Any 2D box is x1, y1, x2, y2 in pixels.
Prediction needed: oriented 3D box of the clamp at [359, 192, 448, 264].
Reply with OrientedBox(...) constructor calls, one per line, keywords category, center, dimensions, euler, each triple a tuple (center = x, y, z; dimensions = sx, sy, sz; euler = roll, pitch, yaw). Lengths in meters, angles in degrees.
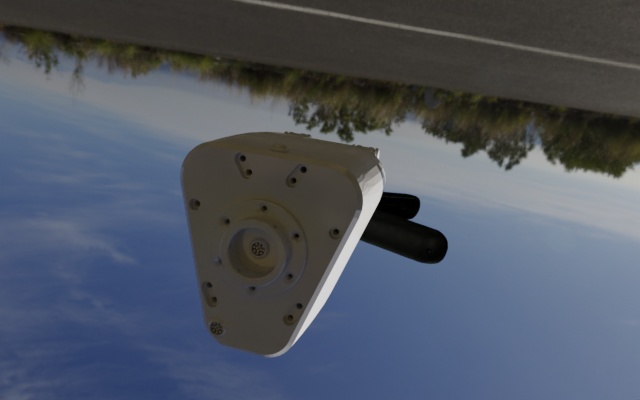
OrientedBox(category="clamp", center=(-0.001, 0.002, 0.416), dimensions=(0.210, 0.036, 0.164), euler=(12, 10, 9))
